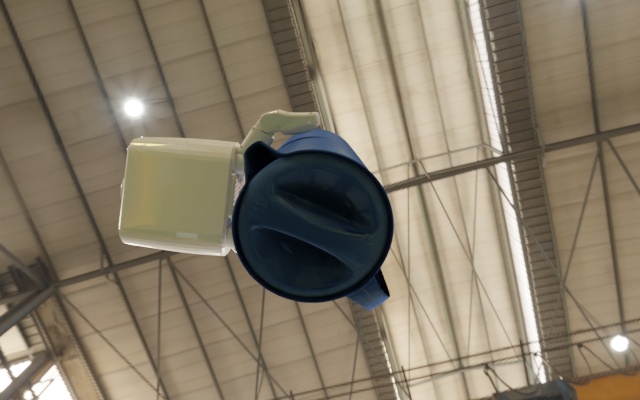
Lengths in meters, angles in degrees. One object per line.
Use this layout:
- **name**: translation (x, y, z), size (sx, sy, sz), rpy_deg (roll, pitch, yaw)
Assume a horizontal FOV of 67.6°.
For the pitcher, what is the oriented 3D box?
- **pitcher**: translation (0.000, 0.002, 0.501), size (0.145, 0.149, 0.242), rpy_deg (6, 16, -1)
